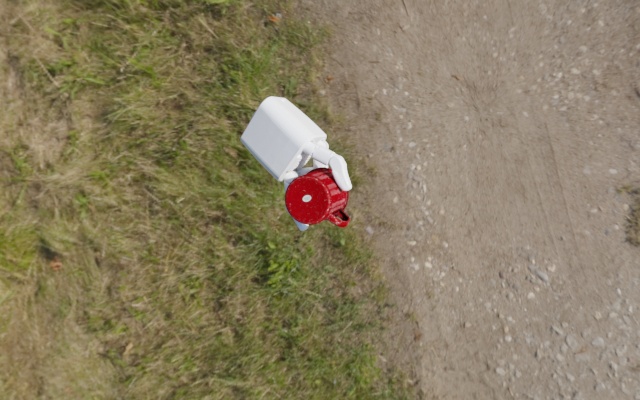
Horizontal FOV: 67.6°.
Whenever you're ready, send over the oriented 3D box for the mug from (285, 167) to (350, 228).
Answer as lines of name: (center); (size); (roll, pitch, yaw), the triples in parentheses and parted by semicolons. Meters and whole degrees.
mug: (0.001, 0.004, 0.793); (0.117, 0.093, 0.081); (45, 20, 8)
